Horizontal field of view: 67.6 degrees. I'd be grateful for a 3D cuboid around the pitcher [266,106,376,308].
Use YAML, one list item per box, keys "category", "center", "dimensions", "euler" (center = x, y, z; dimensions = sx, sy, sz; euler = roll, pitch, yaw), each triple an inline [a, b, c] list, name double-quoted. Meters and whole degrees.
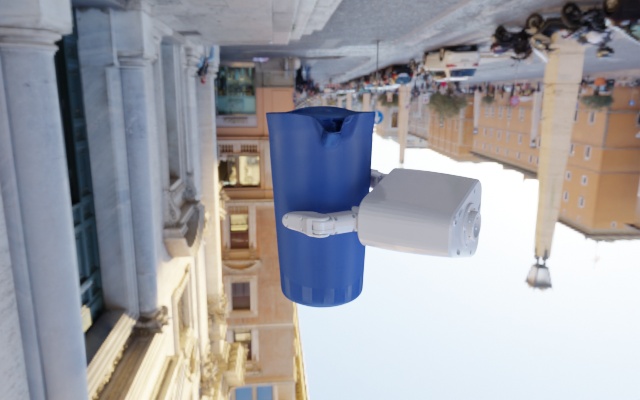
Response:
- category: "pitcher"
  center: [0.000, 0.002, 0.614]
  dimensions: [0.145, 0.243, 0.149]
  euler: [8, 14, 34]
